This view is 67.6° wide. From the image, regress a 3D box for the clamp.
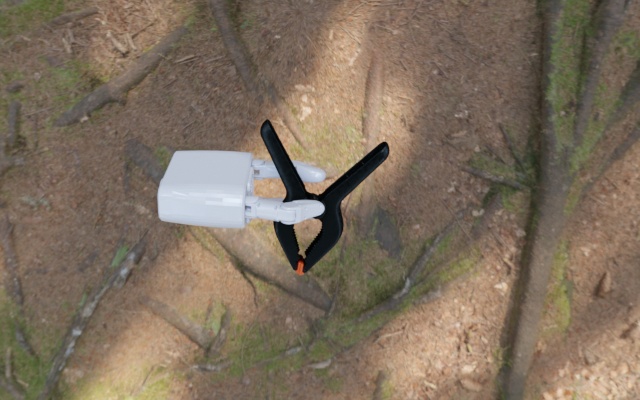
[{"bbox_3d":[0.000,0.003,0.631,0.164,0.210,0.036,4,22,-2],"label":"clamp"}]
